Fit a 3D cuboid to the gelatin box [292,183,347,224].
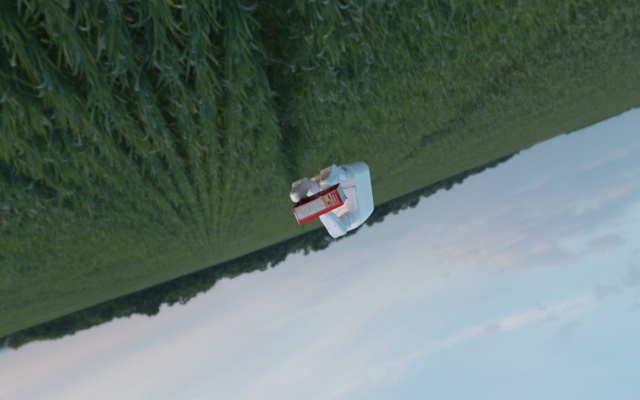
[{"bbox_3d":[0.000,0.003,0.739,0.073,0.030,0.089,-24,6,9],"label":"gelatin box"}]
